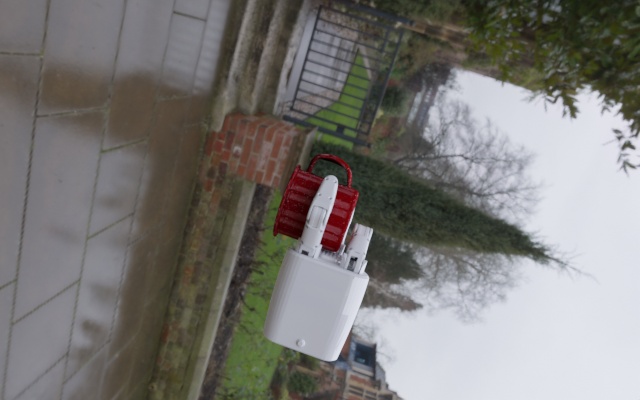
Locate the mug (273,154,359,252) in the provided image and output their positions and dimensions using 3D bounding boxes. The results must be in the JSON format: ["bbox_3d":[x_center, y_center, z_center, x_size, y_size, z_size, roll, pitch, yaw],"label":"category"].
[{"bbox_3d":[0.001,0.001,0.581,0.081,0.117,0.093,19,5,3],"label":"mug"}]
